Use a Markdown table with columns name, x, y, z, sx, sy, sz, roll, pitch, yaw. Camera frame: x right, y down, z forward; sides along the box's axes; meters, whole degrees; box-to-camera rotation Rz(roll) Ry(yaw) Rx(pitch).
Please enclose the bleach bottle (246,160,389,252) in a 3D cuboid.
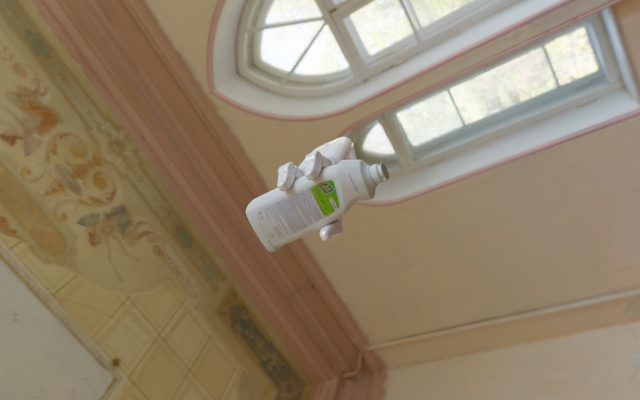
| name | x | y | z | sx | sy | sz | roll | pitch | yaw |
| --- | --- | --- | --- | --- | --- | --- | --- | --- | --- |
| bleach bottle | 0.000 | 0.003 | 0.801 | 0.251 | 0.102 | 0.068 | -21 | 18 | 26 |
